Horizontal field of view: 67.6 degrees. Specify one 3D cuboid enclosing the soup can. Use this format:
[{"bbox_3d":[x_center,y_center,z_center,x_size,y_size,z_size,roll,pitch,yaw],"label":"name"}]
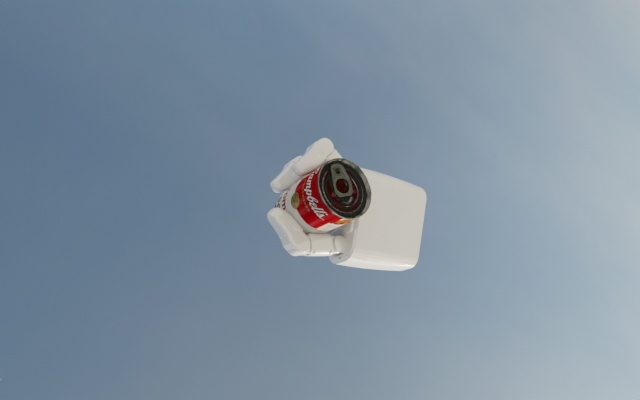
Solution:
[{"bbox_3d":[0.000,0.002,0.541,0.068,0.068,0.102,0,-17,-34],"label":"soup can"}]
